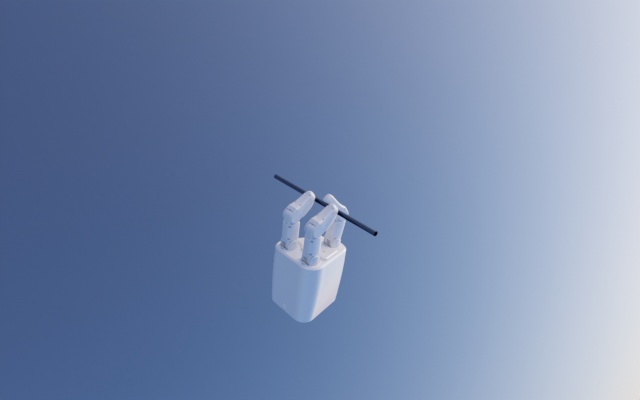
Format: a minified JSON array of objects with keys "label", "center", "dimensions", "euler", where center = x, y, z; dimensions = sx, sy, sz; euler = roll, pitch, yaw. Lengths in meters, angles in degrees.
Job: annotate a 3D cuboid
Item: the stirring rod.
[{"label":"stirring rod","center":[0.000,0.002,0.758],"dimensions":[0.011,0.011,0.239],"euler":[0,22,-45]}]
